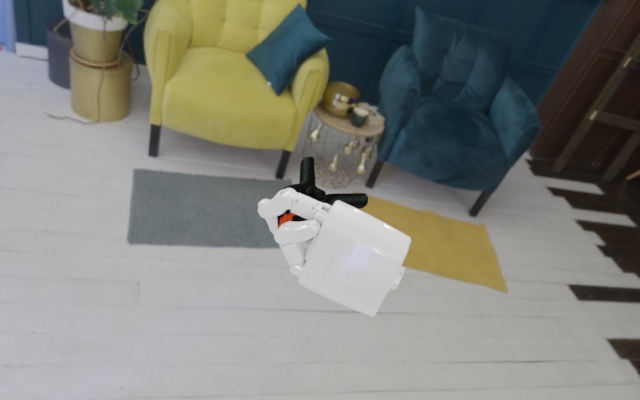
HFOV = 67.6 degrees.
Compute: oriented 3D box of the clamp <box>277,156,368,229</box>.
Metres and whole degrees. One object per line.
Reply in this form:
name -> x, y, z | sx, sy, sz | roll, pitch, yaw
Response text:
clamp -> 0.000, 0.002, 0.681 | 0.120, 0.039, 0.171 | 26, 37, 6
